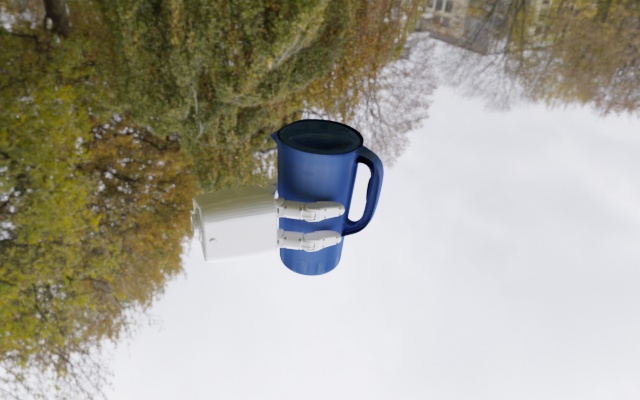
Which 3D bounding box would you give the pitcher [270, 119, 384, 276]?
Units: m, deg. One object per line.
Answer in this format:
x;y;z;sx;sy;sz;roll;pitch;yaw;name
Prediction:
0.000;0.003;0.772;0.145;0.243;0.149;-8;33;-20;pitcher
